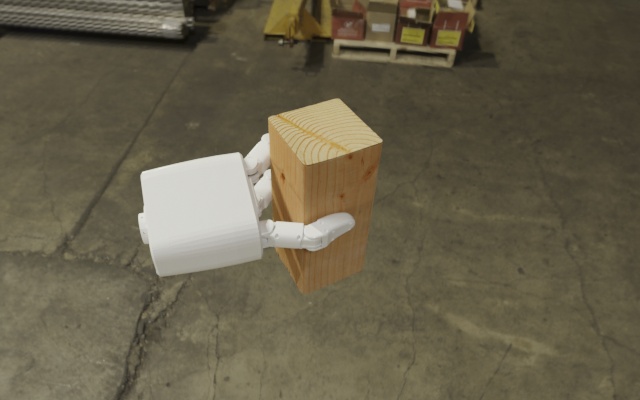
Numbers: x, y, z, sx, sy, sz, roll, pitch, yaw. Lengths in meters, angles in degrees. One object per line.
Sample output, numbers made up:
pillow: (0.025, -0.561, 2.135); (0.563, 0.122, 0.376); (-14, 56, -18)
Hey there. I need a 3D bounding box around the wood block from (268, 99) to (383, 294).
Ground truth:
wood block: (0.000, 0.002, 0.555); (0.090, 0.206, 0.090); (-19, 48, -21)
